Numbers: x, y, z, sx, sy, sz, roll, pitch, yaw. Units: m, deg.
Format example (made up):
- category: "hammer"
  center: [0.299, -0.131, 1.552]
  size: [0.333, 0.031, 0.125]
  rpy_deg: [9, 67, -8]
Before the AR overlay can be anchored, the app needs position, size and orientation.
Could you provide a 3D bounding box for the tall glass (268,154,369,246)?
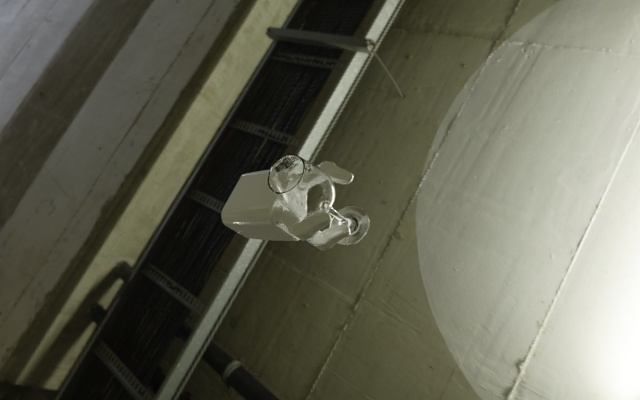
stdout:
- category: "tall glass"
  center: [0.001, 0.003, 0.740]
  size: [0.079, 0.079, 0.201]
  rpy_deg: [0, -24, 32]
